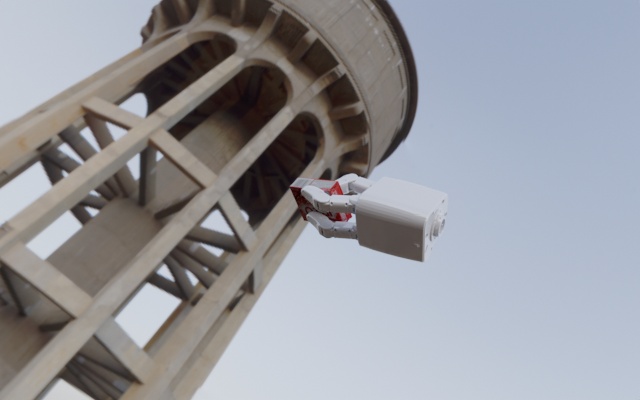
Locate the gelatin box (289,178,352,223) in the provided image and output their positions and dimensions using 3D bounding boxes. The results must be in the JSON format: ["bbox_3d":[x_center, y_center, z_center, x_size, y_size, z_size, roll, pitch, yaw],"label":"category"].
[{"bbox_3d":[0.000,0.002,0.779,0.089,0.073,0.030,7,42,39],"label":"gelatin box"}]
